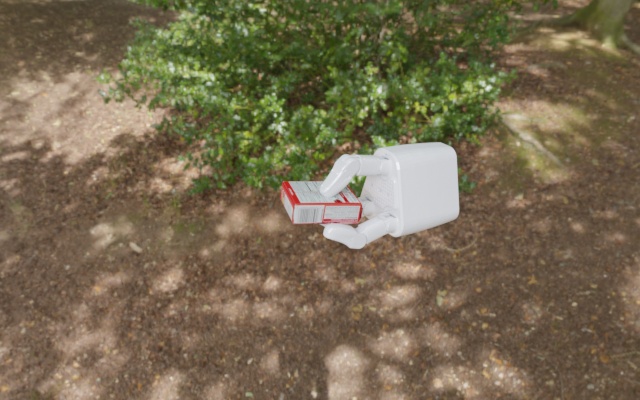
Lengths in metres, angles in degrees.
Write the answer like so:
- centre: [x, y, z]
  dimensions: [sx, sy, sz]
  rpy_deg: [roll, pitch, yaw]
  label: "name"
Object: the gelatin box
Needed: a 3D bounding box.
- centre: [0.000, 0.002, 0.607]
  dimensions: [0.089, 0.030, 0.073]
  rpy_deg: [0, 25, -17]
  label: "gelatin box"
